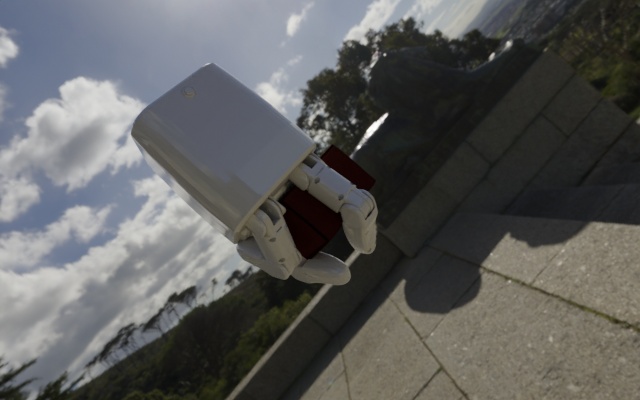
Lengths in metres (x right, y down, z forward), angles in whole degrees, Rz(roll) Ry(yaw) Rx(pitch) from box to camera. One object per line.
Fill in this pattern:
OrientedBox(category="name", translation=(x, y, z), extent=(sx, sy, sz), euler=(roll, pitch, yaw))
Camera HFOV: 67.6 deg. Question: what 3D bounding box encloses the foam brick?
OrientedBox(category="foam brick", translation=(0.000, 0.001, 0.407), extent=(0.078, 0.051, 0.053), euler=(-50, 0, -33))
